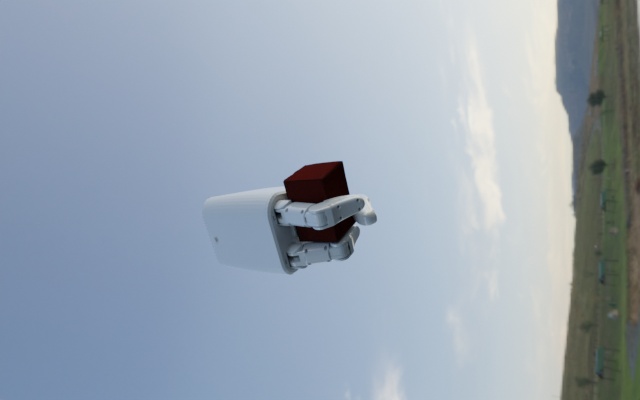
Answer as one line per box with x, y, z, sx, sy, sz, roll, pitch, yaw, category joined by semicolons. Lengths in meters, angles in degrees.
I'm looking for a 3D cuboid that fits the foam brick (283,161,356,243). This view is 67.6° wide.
0.000;0.001;0.536;0.051;0.078;0.053;0;24;32;foam brick
